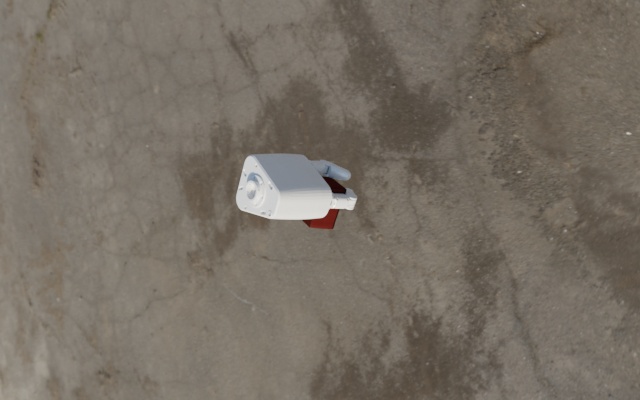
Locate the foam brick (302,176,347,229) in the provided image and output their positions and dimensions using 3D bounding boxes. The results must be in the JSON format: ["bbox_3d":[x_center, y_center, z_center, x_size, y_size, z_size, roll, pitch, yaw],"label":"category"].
[{"bbox_3d":[0.000,0.003,0.813,0.051,0.078,0.053,3,24,-35],"label":"foam brick"}]
